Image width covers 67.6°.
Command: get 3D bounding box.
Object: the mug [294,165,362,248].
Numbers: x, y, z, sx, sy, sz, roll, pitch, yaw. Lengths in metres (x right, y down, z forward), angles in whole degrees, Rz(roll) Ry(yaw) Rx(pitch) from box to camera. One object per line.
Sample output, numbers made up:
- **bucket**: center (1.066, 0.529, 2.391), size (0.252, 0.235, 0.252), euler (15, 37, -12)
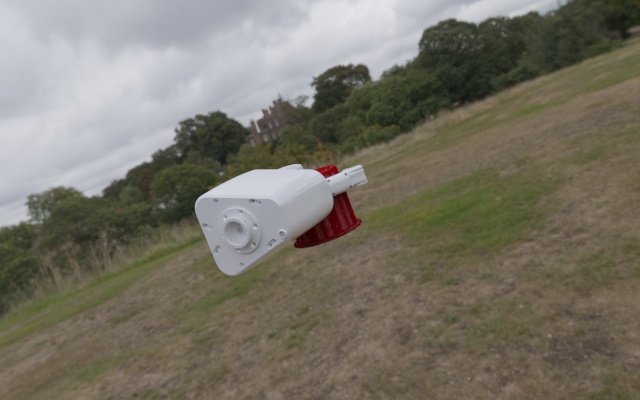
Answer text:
- **mug**: center (0.001, 0.001, 0.619), size (0.093, 0.081, 0.117), euler (-17, 9, 27)
